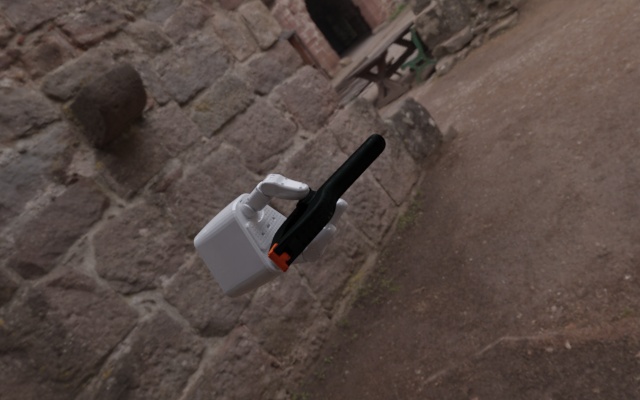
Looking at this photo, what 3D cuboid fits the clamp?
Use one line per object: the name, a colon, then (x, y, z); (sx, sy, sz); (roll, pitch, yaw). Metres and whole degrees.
clamp: (-0.001, 0.002, 0.586); (0.165, 0.036, 0.210); (-37, 13, 36)
